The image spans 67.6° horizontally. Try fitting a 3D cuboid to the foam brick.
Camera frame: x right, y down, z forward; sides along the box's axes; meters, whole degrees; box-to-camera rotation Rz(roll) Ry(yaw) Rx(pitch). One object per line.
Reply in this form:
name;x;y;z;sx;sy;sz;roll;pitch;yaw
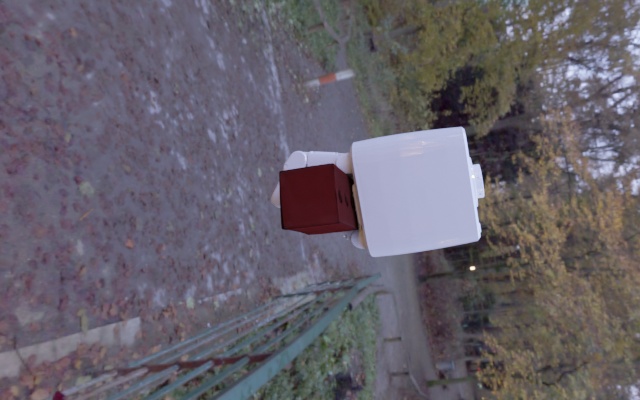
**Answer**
foam brick;0.000;0.002;0.436;0.051;0.053;0.078;-7;-9;16
